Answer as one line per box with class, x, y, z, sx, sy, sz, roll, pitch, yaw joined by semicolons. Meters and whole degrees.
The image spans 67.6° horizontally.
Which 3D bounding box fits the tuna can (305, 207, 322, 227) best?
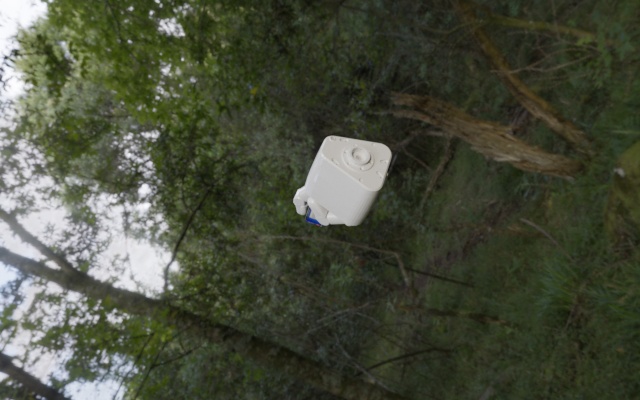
tuna can;0.000;0.003;0.870;0.034;0.086;0.086;18;0;0
